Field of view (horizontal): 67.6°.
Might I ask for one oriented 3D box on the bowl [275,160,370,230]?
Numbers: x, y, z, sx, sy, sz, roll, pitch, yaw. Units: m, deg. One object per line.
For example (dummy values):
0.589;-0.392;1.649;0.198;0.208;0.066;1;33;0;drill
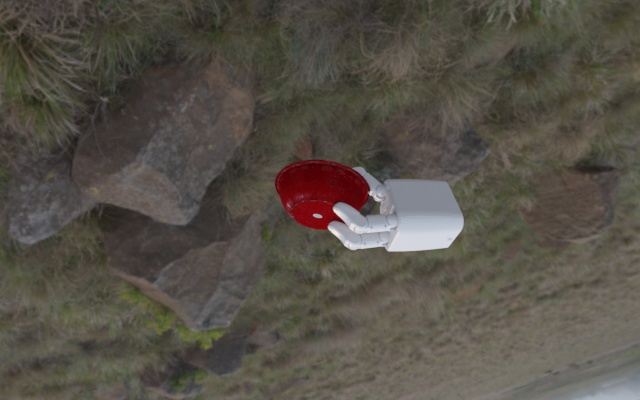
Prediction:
-0.001;0.003;0.789;0.162;0.055;0.162;6;-33;4;bowl
